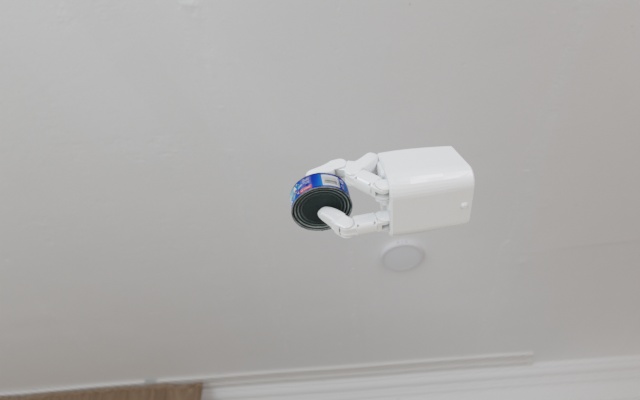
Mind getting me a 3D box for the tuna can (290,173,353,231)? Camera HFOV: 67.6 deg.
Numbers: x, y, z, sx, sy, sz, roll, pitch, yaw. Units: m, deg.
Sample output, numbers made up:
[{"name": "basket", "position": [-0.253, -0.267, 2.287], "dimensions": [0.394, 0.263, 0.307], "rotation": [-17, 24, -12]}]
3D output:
[{"name": "tuna can", "position": [0.000, 0.002, 0.672], "dimensions": [0.086, 0.086, 0.033], "rotation": [0, 44, -11]}]
